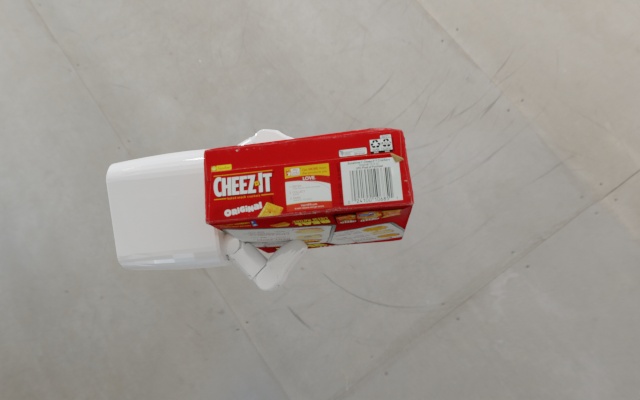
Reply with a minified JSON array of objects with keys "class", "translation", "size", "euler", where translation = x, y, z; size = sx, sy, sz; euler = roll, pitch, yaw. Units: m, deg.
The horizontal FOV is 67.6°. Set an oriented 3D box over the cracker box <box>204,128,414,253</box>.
[{"class":"cracker box","translation":[0.000,0.002,0.471],"size":[0.164,0.072,0.214],"euler":[-6,-12,6]}]
